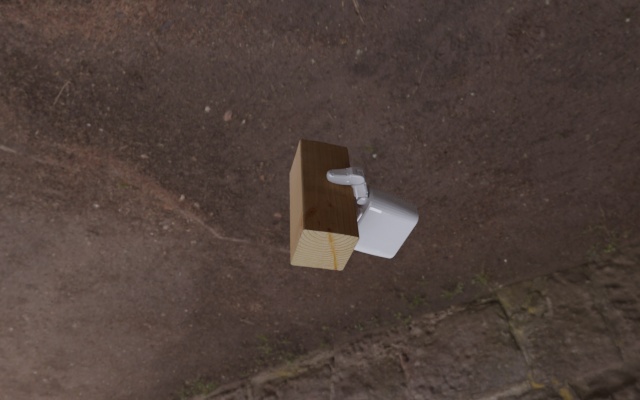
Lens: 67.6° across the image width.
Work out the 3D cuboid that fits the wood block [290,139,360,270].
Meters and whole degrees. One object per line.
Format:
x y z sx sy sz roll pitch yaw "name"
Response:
0.001 0.003 0.801 0.090 0.206 0.091 9 -45 -14 "wood block"
